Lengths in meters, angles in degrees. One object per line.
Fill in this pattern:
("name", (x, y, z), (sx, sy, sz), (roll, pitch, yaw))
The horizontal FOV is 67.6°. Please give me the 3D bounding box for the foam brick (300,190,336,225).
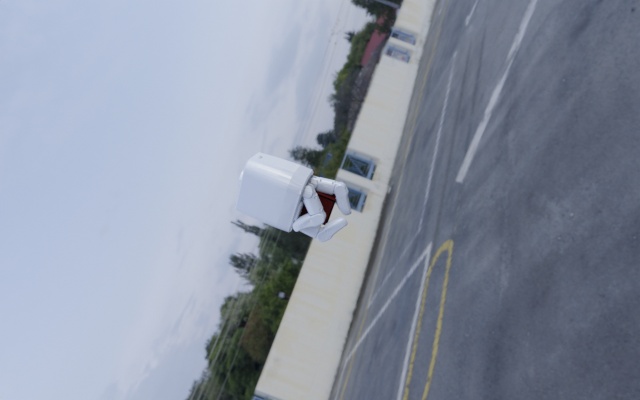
("foam brick", (0.000, 0.003, 0.873), (0.051, 0.053, 0.078), (20, 18, 2))
